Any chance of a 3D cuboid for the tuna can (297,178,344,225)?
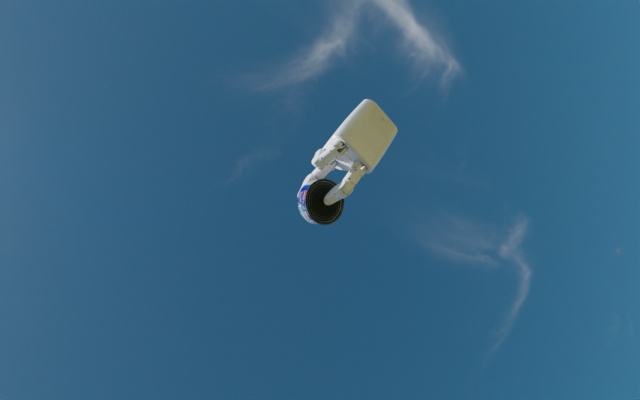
[{"bbox_3d":[0.000,0.003,0.892,0.086,0.086,0.034,0,-3,-33],"label":"tuna can"}]
